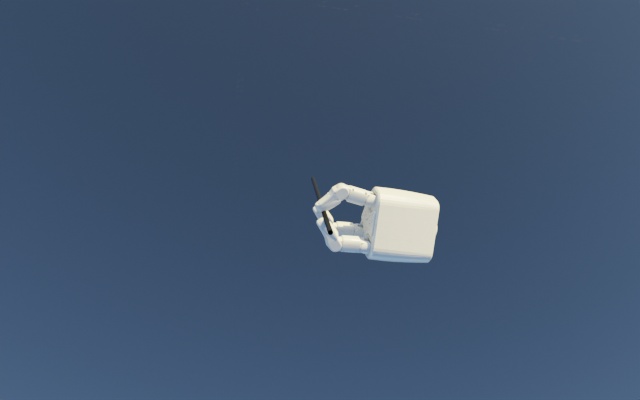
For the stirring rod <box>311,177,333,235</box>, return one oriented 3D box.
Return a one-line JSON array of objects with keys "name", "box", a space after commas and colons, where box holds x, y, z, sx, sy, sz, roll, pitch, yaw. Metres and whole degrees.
[{"name": "stirring rod", "box": [0.000, 0.003, 0.806, 0.011, 0.011, 0.239, 0, 22, -7]}]
